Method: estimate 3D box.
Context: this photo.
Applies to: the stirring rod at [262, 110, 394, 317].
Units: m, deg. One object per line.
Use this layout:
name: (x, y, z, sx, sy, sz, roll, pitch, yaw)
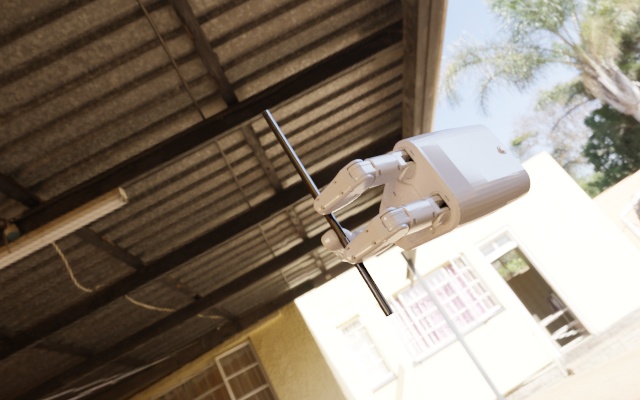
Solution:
stirring rod: (0.000, 0.002, 0.444, 0.011, 0.239, 0.011, -25, -26, -13)
